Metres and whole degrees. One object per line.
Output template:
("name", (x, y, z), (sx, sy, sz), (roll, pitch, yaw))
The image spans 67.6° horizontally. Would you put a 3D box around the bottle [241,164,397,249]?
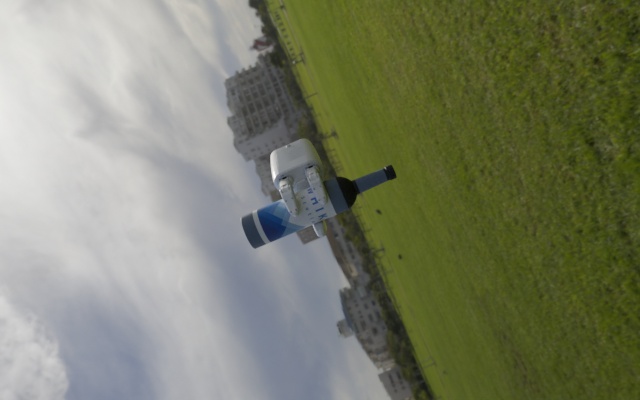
("bottle", (0.000, 0.003, 0.888), (0.296, 0.069, 0.069), (-23, -1, 3))
